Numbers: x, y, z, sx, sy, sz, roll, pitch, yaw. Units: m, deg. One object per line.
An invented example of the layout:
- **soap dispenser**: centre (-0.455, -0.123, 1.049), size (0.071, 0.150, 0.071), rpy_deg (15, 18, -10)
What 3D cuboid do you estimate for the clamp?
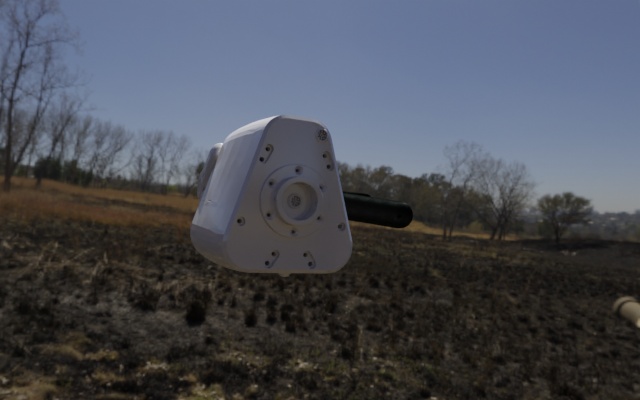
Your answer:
- **clamp**: centre (0.000, 0.001, 0.461), size (0.171, 0.039, 0.120), rpy_deg (4, -1, -24)
